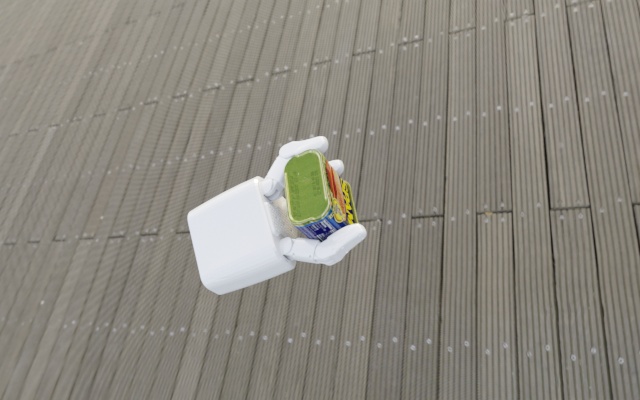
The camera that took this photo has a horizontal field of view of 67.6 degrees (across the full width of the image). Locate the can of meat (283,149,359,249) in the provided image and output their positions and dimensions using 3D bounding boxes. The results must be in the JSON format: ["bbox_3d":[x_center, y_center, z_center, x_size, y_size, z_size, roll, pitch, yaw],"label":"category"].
[{"bbox_3d":[0.000,0.002,0.562,0.057,0.102,0.084,-21,-36,17],"label":"can of meat"}]
